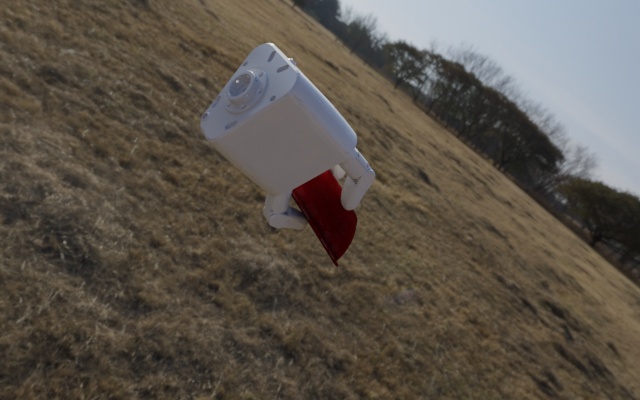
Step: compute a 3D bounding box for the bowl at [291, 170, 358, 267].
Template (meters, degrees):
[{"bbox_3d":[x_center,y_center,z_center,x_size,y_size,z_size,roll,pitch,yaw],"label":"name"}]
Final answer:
[{"bbox_3d":[0.001,0.002,0.606,0.055,0.162,0.162,-32,2,-4],"label":"bowl"}]
